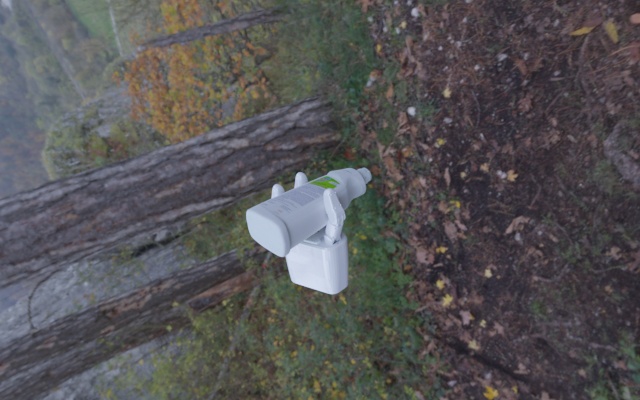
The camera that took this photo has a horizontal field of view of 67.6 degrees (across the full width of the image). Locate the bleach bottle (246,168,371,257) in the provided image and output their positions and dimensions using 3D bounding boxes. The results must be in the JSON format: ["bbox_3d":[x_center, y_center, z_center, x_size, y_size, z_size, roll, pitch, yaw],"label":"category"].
[{"bbox_3d":[0.000,0.003,0.829,0.250,0.068,0.102,-28,37,-34],"label":"bleach bottle"}]
